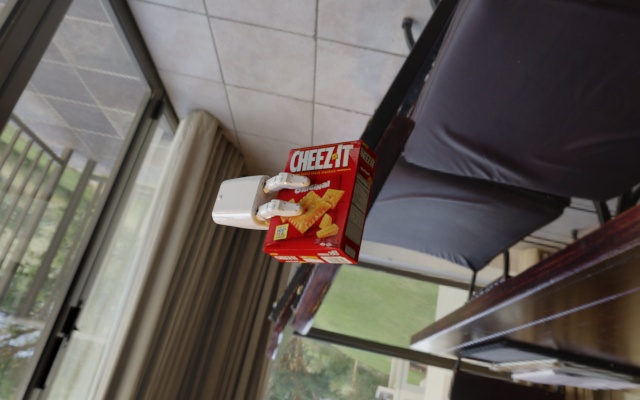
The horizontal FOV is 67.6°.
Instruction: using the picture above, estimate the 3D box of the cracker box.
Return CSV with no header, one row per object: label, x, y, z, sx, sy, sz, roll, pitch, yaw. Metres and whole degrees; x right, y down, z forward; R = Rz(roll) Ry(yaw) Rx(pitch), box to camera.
cracker box,0.000,0.003,0.861,0.164,0.213,0.072,-3,-28,33
